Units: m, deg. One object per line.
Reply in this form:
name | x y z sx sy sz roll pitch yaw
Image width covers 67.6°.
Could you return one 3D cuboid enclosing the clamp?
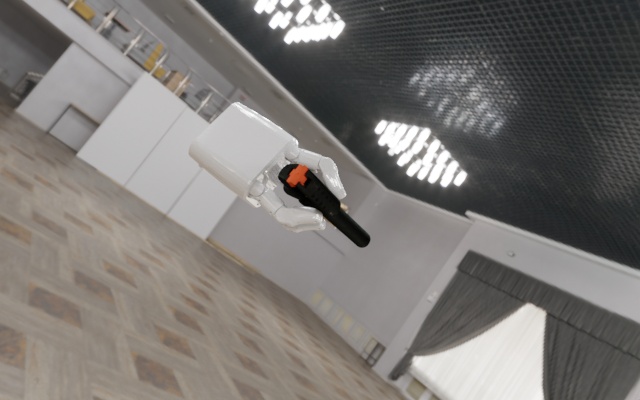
clamp | 0.000 0.001 0.656 0.164 0.036 0.210 36 -6 11
